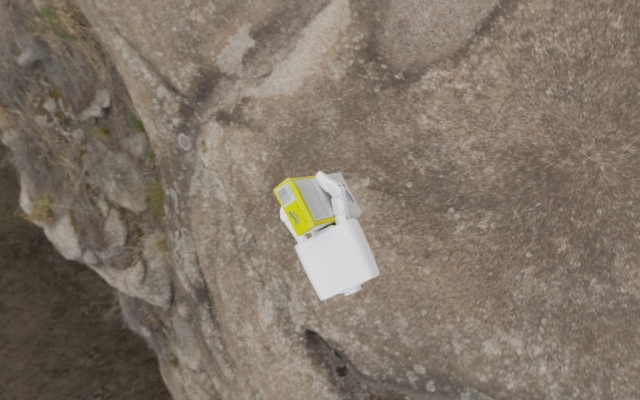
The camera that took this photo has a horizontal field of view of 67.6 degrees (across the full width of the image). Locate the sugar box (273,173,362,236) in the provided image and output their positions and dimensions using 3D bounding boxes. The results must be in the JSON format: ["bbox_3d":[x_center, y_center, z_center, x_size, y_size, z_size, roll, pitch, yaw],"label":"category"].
[{"bbox_3d":[0.000,0.003,0.851,0.048,0.093,0.176,-33,-12,27],"label":"sugar box"}]
